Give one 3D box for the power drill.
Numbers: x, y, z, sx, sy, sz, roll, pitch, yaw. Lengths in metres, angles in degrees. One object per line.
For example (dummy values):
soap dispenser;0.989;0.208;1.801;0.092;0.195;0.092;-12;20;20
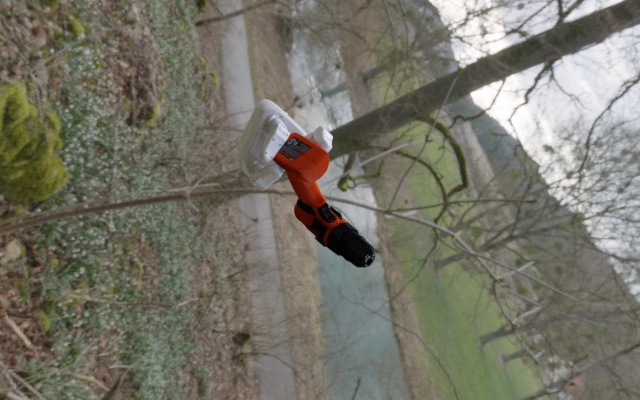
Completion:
power drill;0.000;0.002;0.710;0.057;0.188;0.184;-37;43;-18
